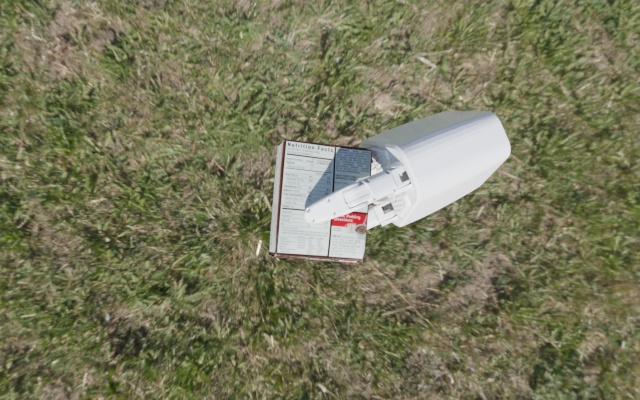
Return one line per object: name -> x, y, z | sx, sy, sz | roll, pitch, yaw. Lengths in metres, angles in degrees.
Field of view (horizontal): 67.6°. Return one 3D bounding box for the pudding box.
pudding box -> 0.000, 0.002, 0.462 | 0.090, 0.113, 0.039 | 6, -7, -13
